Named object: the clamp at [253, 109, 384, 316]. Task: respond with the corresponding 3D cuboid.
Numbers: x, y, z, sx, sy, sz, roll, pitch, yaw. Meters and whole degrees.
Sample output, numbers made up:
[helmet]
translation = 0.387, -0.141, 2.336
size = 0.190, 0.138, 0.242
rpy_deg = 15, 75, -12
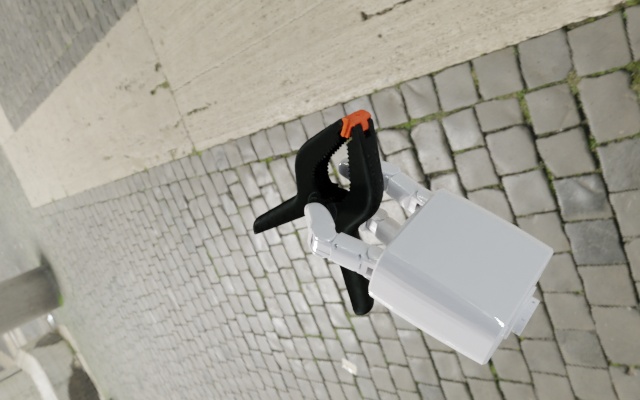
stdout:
[clamp]
translation = 0.000, 0.002, 0.471
size = 0.164, 0.210, 0.036
rpy_deg = 29, 40, 25
